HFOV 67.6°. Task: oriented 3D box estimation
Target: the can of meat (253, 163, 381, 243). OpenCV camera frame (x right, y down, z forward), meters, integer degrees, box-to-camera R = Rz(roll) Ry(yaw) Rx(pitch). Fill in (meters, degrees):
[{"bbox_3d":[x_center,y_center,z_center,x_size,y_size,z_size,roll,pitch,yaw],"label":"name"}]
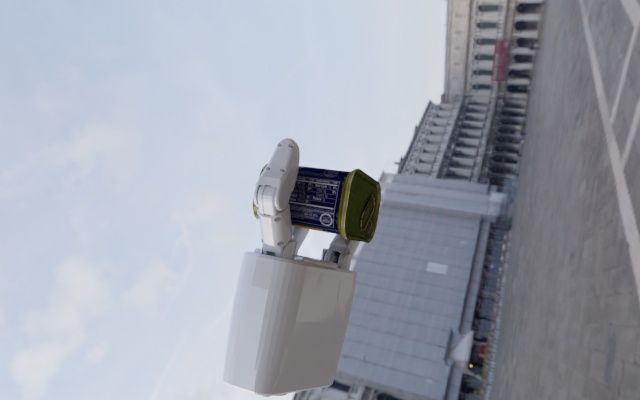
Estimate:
[{"bbox_3d":[0.000,0.001,0.424,0.084,0.057,0.102,8,-4,21],"label":"can of meat"}]
